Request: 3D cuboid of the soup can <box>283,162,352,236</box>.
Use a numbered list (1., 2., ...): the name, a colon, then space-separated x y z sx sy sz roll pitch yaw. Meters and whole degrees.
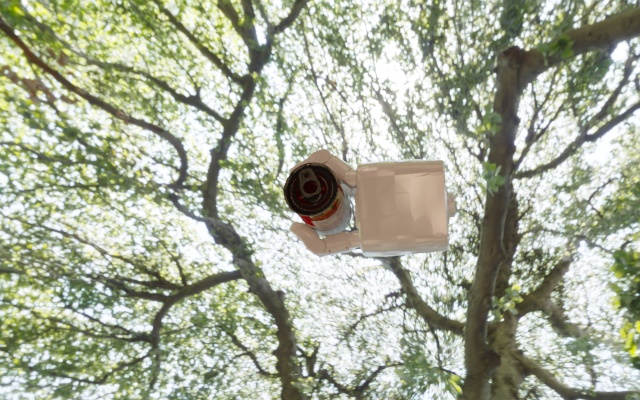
1. soup can: 0.000 0.002 0.610 0.068 0.068 0.102 0 -19 14
